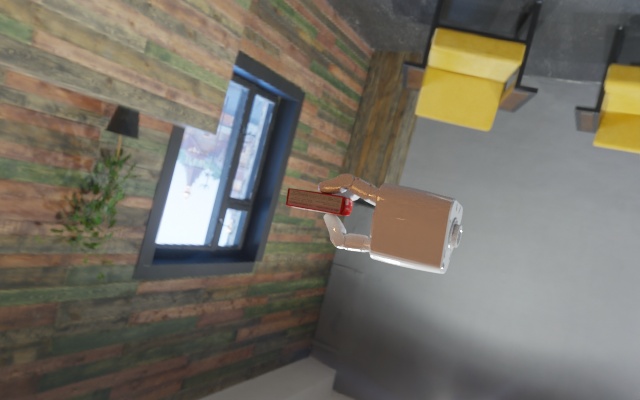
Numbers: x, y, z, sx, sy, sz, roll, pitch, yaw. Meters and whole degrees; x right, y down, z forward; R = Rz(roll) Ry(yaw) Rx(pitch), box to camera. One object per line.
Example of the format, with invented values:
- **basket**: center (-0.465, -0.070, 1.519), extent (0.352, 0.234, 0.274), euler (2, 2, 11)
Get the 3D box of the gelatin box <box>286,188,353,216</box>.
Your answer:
- **gelatin box**: center (0.000, 0.003, 0.730), extent (0.089, 0.030, 0.073), euler (9, -1, 13)
